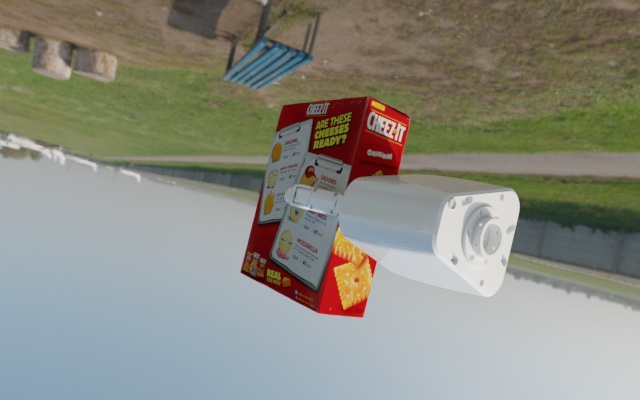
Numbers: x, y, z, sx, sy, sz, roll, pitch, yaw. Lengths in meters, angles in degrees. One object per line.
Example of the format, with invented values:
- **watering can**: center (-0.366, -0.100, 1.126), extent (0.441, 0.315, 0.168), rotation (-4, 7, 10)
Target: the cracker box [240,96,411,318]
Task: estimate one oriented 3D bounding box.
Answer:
- **cracker box**: center (0.000, 0.002, 0.532), extent (0.072, 0.213, 0.164), rotation (16, -3, -36)
